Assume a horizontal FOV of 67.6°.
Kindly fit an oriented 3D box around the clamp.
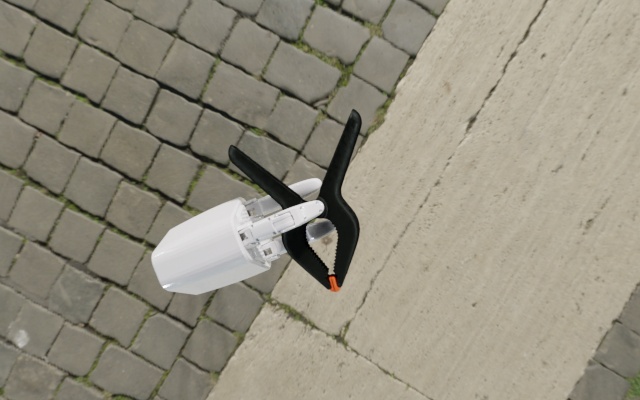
[{"bbox_3d":[0.000,0.002,0.568,0.164,0.210,0.036,-22,0,7],"label":"clamp"}]
